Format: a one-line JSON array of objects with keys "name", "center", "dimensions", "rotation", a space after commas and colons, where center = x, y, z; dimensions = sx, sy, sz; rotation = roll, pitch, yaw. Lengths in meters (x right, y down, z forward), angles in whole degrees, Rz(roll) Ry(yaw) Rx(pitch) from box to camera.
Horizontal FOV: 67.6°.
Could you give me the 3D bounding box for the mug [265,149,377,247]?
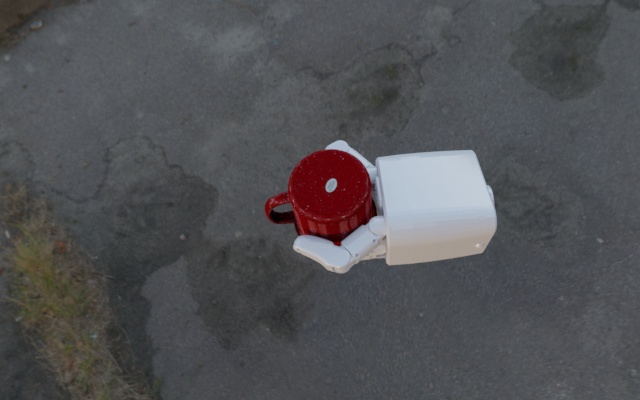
[{"name": "mug", "center": [-0.001, 0.002, 0.494], "dimensions": [0.117, 0.093, 0.081], "rotation": [-7, -26, 3]}]
